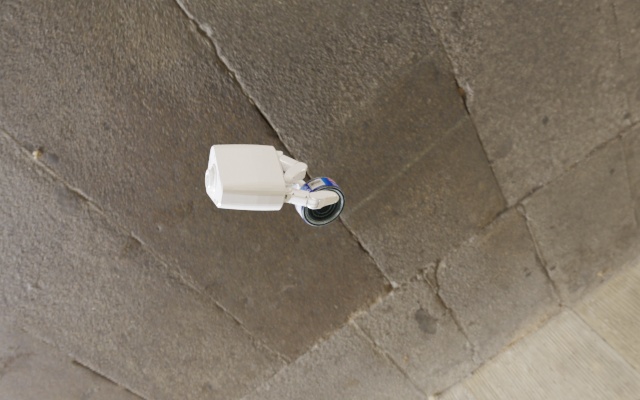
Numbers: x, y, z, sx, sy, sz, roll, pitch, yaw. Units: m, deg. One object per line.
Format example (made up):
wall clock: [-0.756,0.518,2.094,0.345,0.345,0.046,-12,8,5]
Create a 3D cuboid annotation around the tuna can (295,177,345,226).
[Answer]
tuna can: [0.000,0.003,0.848,0.086,0.086,0.033,0,31,-28]
